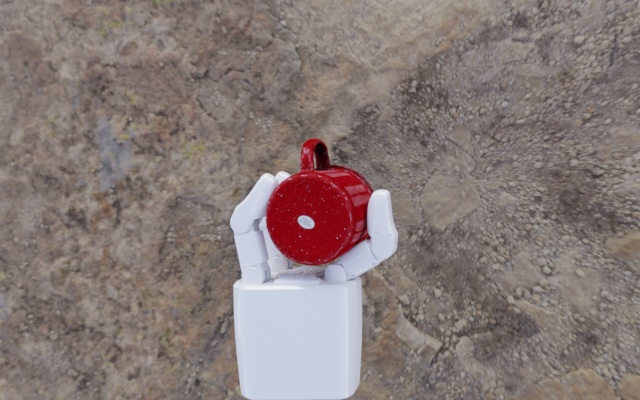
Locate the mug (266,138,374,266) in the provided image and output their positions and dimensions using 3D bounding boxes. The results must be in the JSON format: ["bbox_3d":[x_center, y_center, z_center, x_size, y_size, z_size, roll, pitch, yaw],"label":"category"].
[{"bbox_3d":[0.000,0.000,0.439,0.093,0.117,0.081,-3,3,17],"label":"mug"}]
